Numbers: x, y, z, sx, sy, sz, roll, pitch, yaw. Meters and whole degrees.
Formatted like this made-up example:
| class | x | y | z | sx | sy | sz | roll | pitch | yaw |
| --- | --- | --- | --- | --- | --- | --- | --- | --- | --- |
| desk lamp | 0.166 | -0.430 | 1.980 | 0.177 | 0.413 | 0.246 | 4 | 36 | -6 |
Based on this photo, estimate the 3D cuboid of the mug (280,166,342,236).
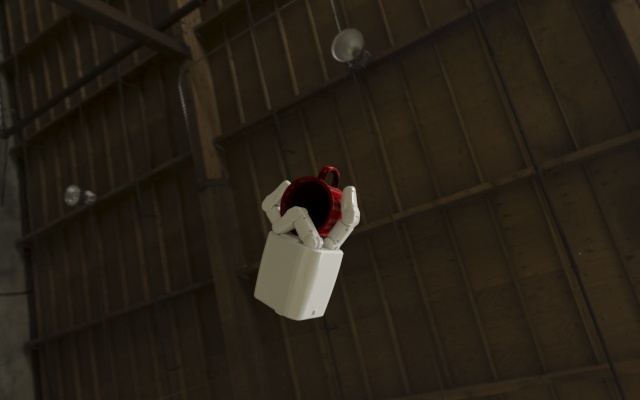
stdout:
| class | x | y | z | sx | sy | sz | roll | pitch | yaw |
| --- | --- | --- | --- | --- | --- | --- | --- | --- | --- |
| mug | 0.001 | 0.001 | 0.752 | 0.093 | 0.117 | 0.081 | 18 | 2 | 29 |
